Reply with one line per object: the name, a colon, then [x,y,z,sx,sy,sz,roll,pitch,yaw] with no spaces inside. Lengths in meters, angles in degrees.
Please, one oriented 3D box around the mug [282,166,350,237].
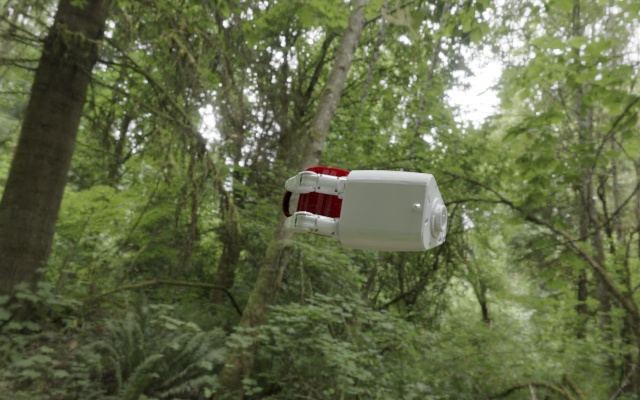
mug: [-0.001,0.002,0.668,0.117,0.081,0.093,3,-14,28]
